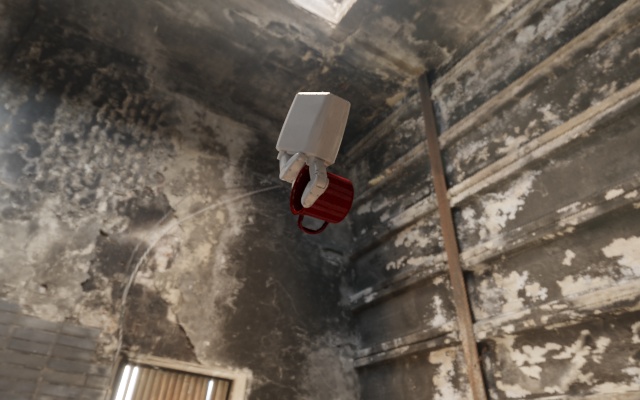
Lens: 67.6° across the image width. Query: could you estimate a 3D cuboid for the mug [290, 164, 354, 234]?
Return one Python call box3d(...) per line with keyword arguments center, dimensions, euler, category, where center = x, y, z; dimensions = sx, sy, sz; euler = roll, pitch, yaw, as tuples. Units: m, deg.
box3d(center=(0.000, 0.004, 0.823), dimensions=(0.081, 0.117, 0.093), euler=(19, 0, -25), category="mug")
